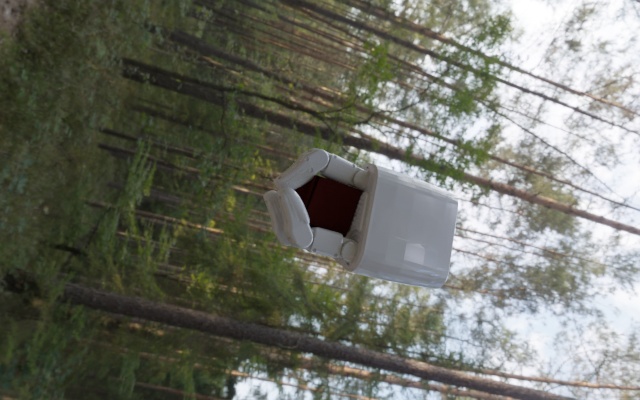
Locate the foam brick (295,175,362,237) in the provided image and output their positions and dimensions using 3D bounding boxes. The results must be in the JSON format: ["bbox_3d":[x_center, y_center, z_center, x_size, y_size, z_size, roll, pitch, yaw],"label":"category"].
[{"bbox_3d":[0.000,0.002,0.509,0.051,0.053,0.078,18,3,-18],"label":"foam brick"}]
